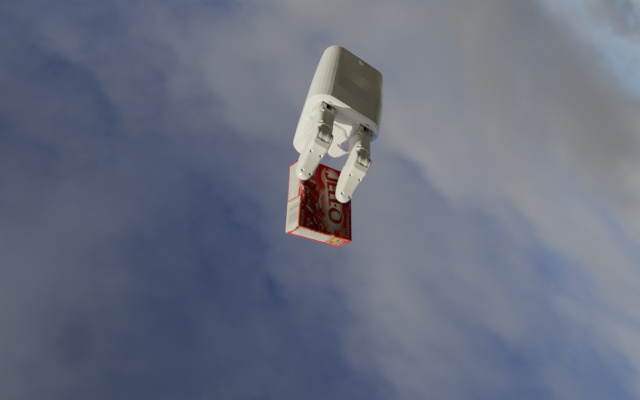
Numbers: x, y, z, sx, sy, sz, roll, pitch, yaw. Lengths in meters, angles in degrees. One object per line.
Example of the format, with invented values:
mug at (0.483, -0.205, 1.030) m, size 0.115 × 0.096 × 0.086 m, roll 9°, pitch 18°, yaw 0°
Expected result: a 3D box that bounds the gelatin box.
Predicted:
gelatin box at (0.000, 0.002, 0.550) m, size 0.073 × 0.089 × 0.030 m, roll 19°, pitch -30°, yaw -31°
